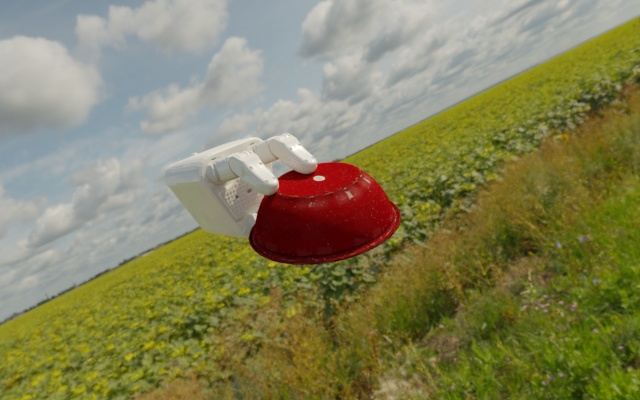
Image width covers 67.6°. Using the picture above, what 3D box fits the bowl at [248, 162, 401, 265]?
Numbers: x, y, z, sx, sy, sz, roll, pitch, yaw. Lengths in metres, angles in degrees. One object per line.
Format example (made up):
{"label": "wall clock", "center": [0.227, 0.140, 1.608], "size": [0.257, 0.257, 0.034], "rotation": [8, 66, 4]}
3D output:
{"label": "bowl", "center": [0.001, 0.001, 0.494], "size": [0.162, 0.055, 0.162], "rotation": [-8, 24, 3]}
